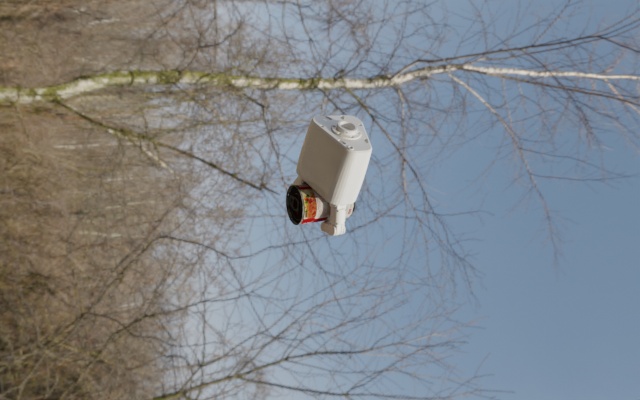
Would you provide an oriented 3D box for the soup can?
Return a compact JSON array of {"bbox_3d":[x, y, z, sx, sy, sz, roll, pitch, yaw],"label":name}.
[{"bbox_3d":[0.000,0.003,0.824,0.102,0.068,0.068,-7,3,-28],"label":"soup can"}]
